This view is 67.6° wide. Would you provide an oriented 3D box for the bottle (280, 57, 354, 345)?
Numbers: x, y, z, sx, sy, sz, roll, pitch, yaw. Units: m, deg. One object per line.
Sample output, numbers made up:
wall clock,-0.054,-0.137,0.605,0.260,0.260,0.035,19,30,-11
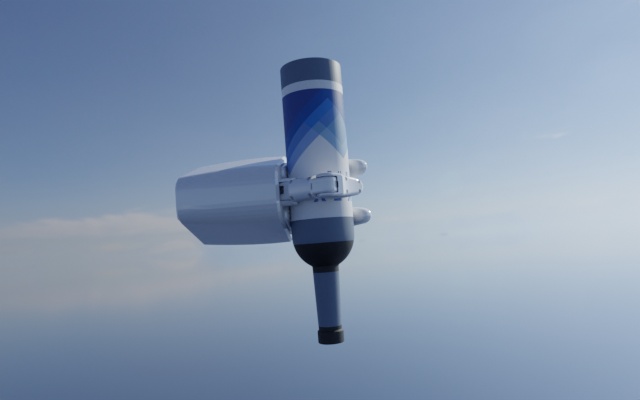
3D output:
bottle,0.000,0.001,0.511,0.069,0.295,0.069,-4,-5,0
